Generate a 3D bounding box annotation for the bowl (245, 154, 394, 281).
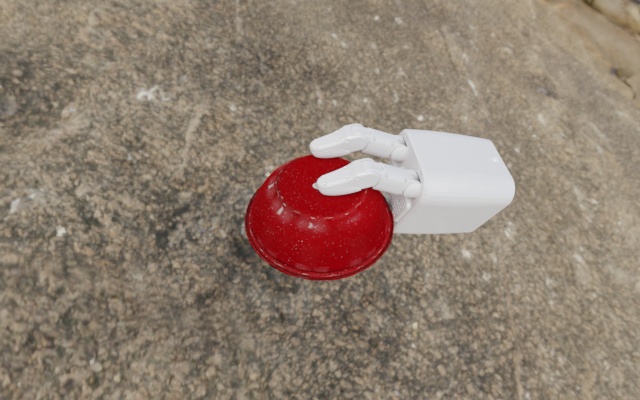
[{"bbox_3d":[-0.001,0.002,0.498,0.162,0.162,0.055,0,-43,-3],"label":"bowl"}]
